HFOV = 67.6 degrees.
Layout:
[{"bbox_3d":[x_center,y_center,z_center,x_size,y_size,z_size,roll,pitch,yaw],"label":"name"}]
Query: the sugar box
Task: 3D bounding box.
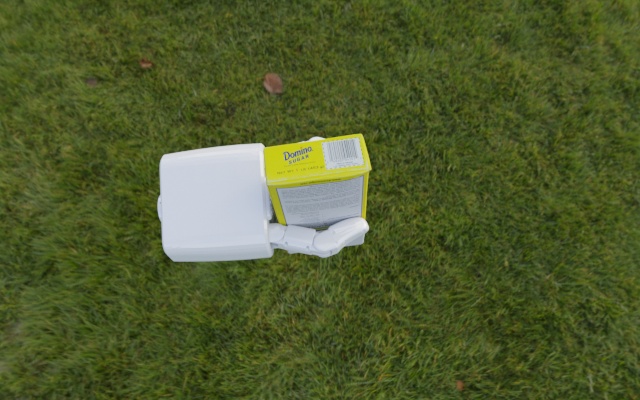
[{"bbox_3d":[0.000,0.001,0.496,0.093,0.048,0.176,-7,-24,-1],"label":"sugar box"}]
